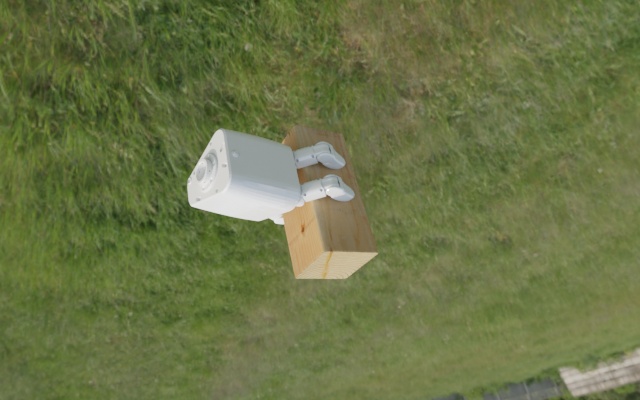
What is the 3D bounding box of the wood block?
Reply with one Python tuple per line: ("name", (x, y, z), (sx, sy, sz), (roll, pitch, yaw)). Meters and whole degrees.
("wood block", (0.000, 0.003, 0.704), (0.090, 0.206, 0.091), (5, -33, -31))
